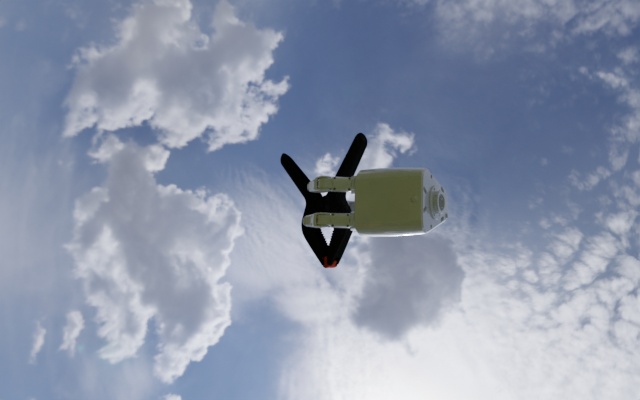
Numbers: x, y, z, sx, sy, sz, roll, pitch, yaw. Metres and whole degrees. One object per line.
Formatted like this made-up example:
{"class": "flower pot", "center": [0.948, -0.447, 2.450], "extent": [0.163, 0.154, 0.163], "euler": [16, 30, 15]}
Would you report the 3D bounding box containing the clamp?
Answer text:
{"class": "clamp", "center": [0.001, 0.003, 0.772], "extent": [0.164, 0.210, 0.036], "euler": [-3, -7, 35]}
